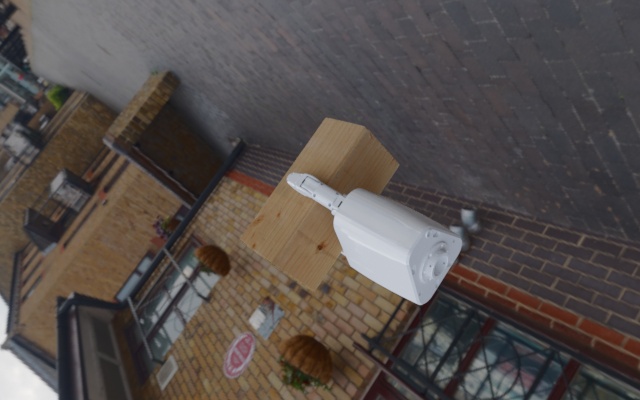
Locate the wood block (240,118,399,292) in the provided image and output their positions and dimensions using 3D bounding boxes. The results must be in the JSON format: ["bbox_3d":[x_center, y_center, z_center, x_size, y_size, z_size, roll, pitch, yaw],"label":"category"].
[{"bbox_3d":[0.000,0.002,0.639,0.091,0.206,0.090,41,-10,-38],"label":"wood block"}]
